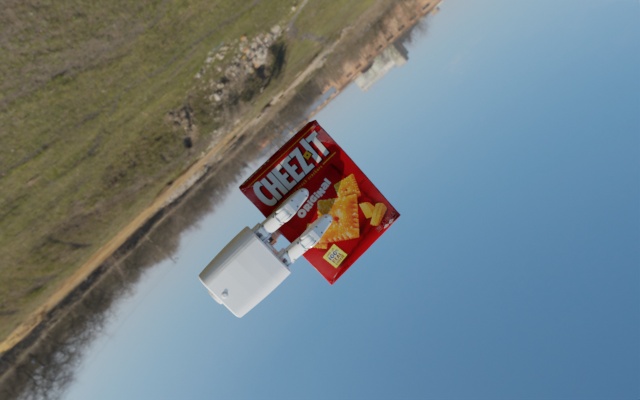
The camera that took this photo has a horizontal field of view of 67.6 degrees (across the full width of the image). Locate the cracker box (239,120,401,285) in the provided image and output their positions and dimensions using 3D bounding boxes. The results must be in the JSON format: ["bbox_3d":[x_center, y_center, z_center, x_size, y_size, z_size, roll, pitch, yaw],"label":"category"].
[{"bbox_3d":[0.000,0.003,0.774,0.164,0.214,0.072,-44,11,-5],"label":"cracker box"}]
